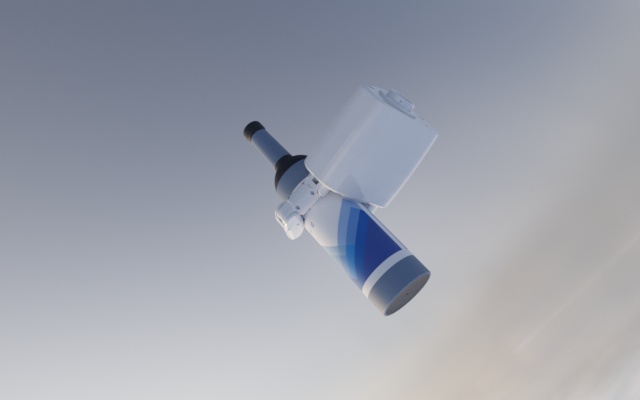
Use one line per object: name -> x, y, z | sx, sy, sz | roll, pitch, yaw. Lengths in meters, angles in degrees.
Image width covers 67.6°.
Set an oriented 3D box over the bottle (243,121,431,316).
bottle -> 0.000, 0.002, 0.559 | 0.295, 0.069, 0.069 | 47, 26, 27
